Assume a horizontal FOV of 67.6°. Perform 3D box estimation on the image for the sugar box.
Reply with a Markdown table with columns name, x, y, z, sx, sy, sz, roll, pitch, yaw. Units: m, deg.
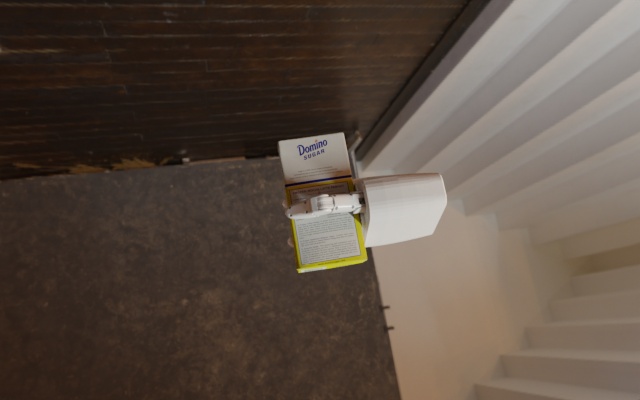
| name | x | y | z | sx | sy | sz | roll | pitch | yaw |
| --- | --- | --- | --- | --- | --- | --- | --- | --- | --- |
| sugar box | 0.000 | 0.002 | 0.643 | 0.093 | 0.176 | 0.048 | -8 | -14 | -6 |
